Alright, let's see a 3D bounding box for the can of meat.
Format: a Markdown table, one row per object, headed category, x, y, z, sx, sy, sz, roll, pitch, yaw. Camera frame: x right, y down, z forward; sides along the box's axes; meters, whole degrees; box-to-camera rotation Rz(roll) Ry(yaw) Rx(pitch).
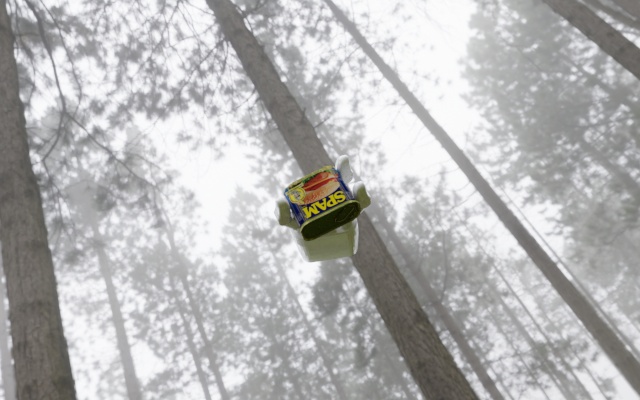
| category | x | y | z | sx | sy | sz | roll | pitch | yaw |
| --- | --- | --- | --- | --- | --- | --- | --- | --- | --- |
| can of meat | 0.000 | 0.002 | 0.765 | 0.102 | 0.084 | 0.057 | -26 | -32 | -5 |
